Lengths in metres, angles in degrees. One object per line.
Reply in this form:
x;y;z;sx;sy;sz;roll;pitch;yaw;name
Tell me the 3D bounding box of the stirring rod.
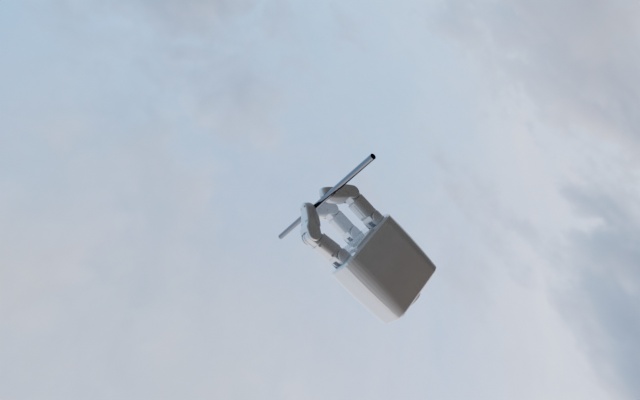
0.000;0.002;0.646;0.011;0.011;0.240;0;-27;-35;stirring rod
